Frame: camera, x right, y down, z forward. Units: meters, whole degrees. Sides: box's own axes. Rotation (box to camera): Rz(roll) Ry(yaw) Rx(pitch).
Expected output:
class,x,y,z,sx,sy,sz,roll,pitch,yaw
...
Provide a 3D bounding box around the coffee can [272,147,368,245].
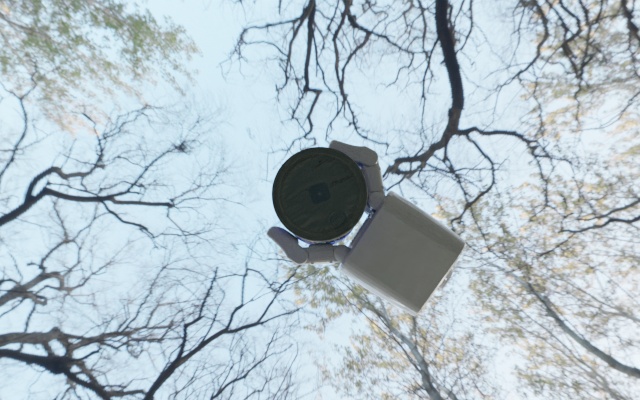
class,x,y,z,sx,sy,sz,roll,pitch,yaw
coffee can,0.000,0.002,0.575,0.103,0.103,0.140,0,-8,1
